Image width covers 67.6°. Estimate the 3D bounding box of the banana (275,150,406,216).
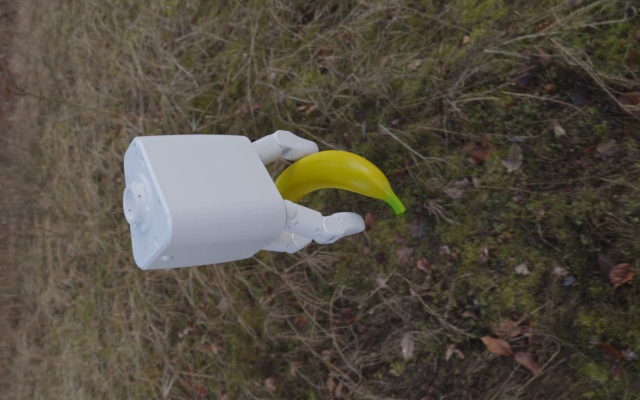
[{"bbox_3d":[0.000,-0.017,0.504,0.037,0.069,0.198,-14,9,-40],"label":"banana"}]
